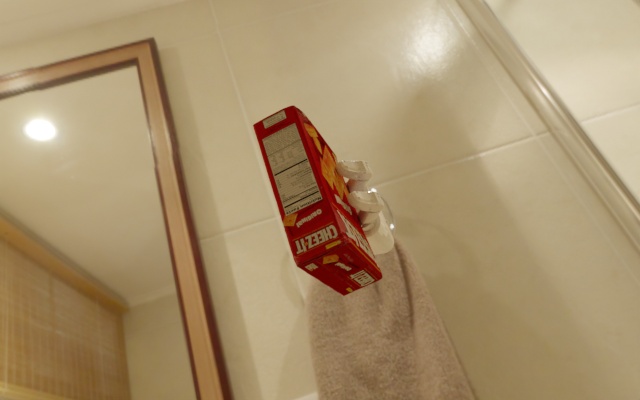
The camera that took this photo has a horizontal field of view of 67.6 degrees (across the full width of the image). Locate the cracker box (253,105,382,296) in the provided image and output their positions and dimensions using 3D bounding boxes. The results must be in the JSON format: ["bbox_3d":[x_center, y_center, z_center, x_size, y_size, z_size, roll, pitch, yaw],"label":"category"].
[{"bbox_3d":[0.000,0.002,0.638,0.072,0.213,0.164,-27,-30,11],"label":"cracker box"}]
